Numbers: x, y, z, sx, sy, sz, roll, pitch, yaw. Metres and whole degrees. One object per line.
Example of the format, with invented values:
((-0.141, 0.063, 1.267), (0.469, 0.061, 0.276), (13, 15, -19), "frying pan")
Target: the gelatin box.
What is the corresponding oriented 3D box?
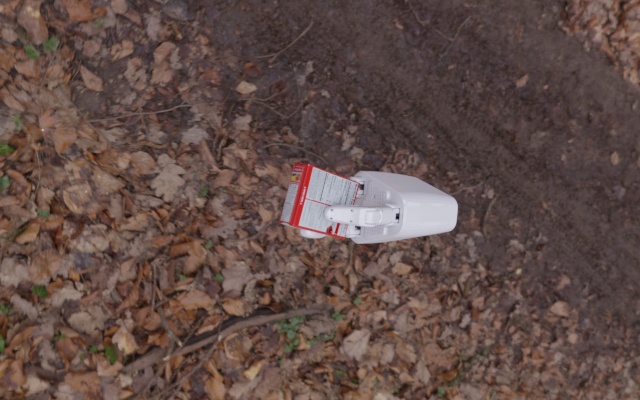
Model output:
((0.000, 0.002, 0.567), (0.089, 0.073, 0.030), (17, -4, -41), "gelatin box")
